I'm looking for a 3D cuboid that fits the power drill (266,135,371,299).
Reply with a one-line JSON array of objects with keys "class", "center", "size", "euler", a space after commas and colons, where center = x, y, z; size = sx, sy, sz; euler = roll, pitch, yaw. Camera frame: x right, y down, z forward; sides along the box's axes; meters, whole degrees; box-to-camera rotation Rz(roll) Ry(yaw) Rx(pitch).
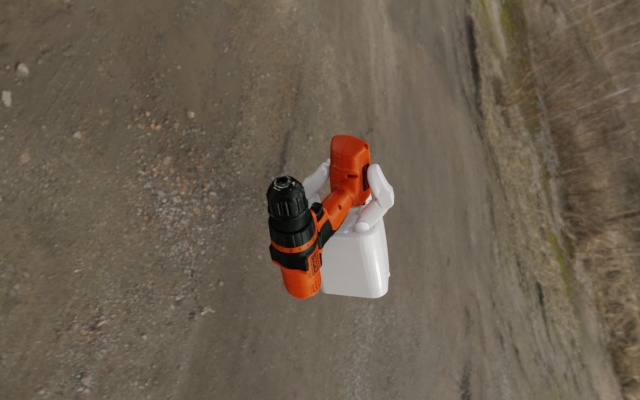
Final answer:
[{"class": "power drill", "center": [0.000, 0.002, 0.582], "size": [0.057, 0.185, 0.187], "euler": [18, 49, 22]}]
